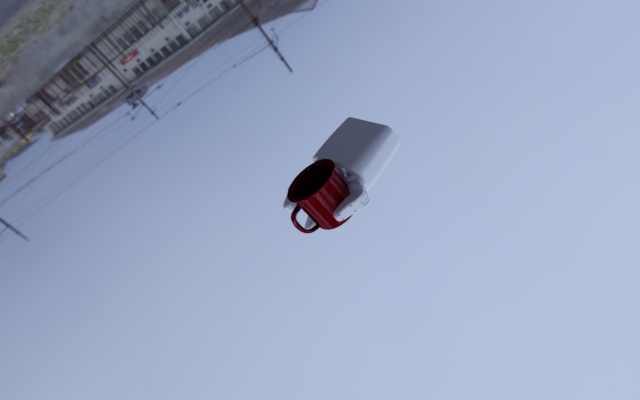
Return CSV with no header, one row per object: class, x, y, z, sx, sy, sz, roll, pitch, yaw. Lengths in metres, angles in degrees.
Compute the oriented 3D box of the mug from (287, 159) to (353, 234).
mug,-0.001,0.004,0.769,0.081,0.117,0.093,48,-21,-29
